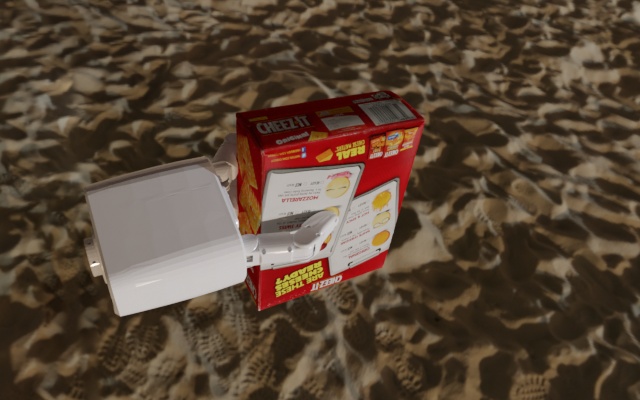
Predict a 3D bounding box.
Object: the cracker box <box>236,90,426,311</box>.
[{"bbox_3d":[0.000,0.002,0.494,0.164,0.214,0.072,-15,47,-23],"label":"cracker box"}]
